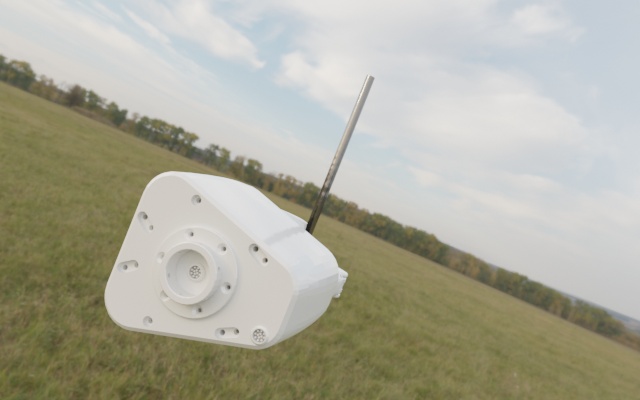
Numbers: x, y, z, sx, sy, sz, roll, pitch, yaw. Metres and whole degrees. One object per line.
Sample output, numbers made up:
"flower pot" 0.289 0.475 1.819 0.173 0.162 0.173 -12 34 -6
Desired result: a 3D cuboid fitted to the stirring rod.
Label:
"stirring rod" 0.000 0.001 0.427 0.011 0.239 0.011 22 1 0
